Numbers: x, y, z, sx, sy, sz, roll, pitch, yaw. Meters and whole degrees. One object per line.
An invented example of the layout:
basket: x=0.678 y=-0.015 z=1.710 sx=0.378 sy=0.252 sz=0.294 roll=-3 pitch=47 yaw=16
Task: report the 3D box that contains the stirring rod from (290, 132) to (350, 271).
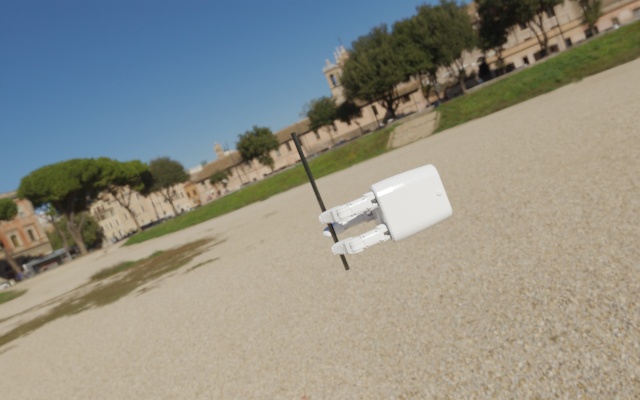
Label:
stirring rod: x=0.000 y=0.003 z=0.775 sx=0.011 sy=0.239 sz=0.011 roll=-22 pitch=5 yaw=2
